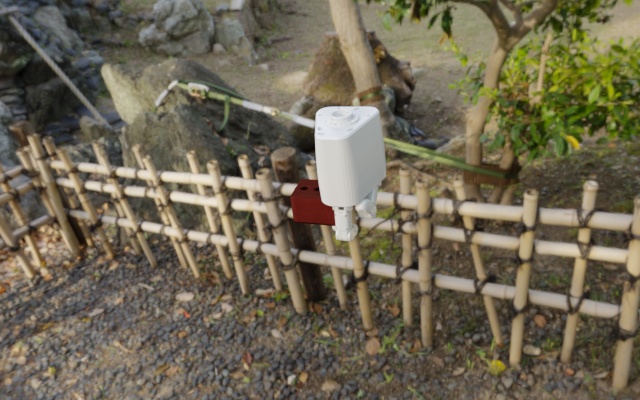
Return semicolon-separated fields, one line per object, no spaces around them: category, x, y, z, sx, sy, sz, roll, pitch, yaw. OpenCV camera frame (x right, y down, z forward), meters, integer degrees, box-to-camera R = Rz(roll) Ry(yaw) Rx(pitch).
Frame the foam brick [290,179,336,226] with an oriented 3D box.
foam brick;0.000;0.003;0.729;0.078;0.051;0.053;4;35;19
